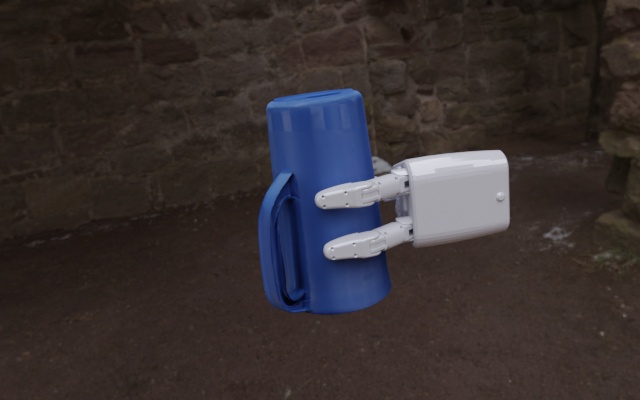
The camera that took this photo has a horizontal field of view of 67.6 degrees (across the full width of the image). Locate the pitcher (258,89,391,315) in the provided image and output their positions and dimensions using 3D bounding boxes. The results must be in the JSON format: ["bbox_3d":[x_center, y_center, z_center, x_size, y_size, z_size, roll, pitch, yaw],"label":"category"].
[{"bbox_3d":[0.000,0.002,0.550,0.145,0.243,0.149,-8,15,-1],"label":"pitcher"}]
